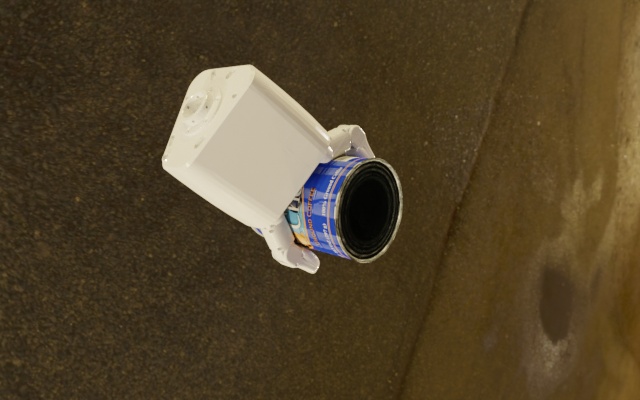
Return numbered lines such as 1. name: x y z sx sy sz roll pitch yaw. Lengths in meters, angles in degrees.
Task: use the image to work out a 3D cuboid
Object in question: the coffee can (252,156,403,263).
1. coffee can: 0.000 0.002 0.507 0.140 0.103 0.103 10 6 43
